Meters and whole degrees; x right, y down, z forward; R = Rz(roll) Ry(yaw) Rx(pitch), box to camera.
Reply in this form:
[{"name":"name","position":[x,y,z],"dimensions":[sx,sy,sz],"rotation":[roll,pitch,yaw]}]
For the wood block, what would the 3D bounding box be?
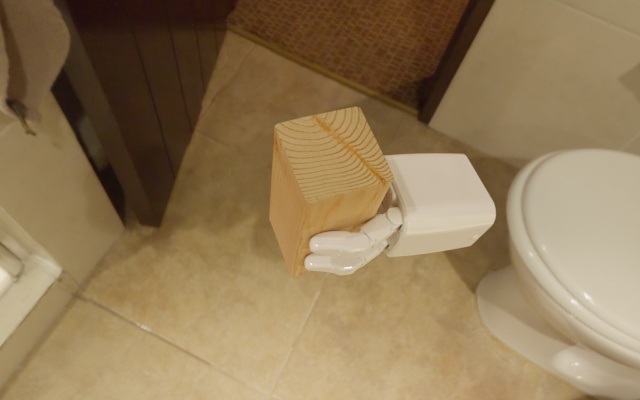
[{"name":"wood block","position":[0.000,0.001,0.532],"dimensions":[0.090,0.090,0.206],"rotation":[-15,-24,-15]}]
